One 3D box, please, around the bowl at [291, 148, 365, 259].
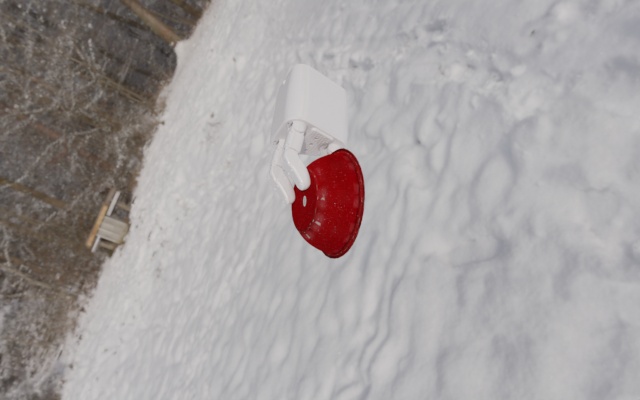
[{"bbox_3d":[0.000,0.003,0.685,0.055,0.162,0.162,5,-2,-26],"label":"bowl"}]
